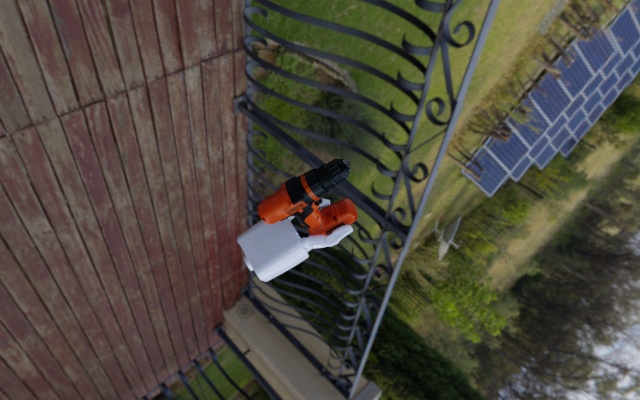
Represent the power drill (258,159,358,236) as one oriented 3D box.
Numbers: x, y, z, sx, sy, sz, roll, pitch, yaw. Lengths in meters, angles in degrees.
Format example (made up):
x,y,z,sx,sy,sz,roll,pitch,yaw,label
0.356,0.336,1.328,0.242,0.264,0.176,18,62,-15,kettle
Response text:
x,y,z,sx,sy,sz,roll,pitch,yaw,label
0.000,0.003,0.893,0.184,0.057,0.188,-29,-30,15,power drill
